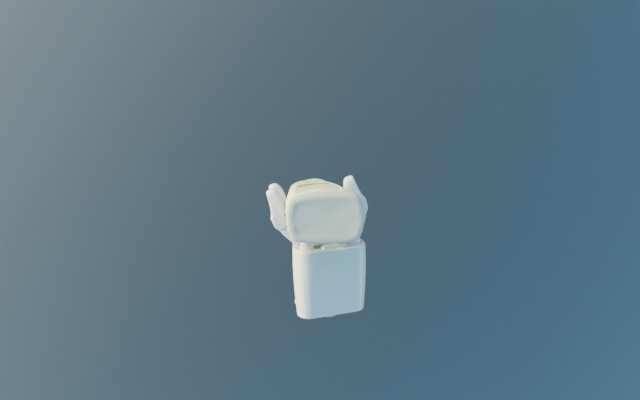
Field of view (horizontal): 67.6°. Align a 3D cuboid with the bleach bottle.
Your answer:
[{"bbox_3d":[0.000,0.002,0.719,0.102,0.068,0.251,-2,10,-2],"label":"bleach bottle"}]
